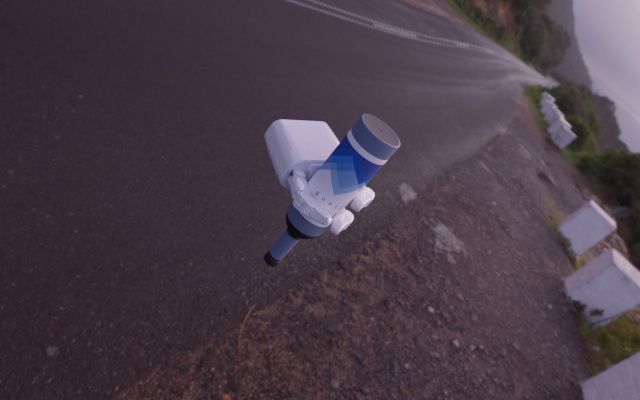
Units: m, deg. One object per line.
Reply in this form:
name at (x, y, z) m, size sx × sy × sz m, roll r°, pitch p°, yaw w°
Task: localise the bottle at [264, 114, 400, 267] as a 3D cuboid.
bottle at (0.000, 0.002, 0.719) m, size 0.069 × 0.069 × 0.296 m, roll 0°, pitch -42°, yaw -48°
